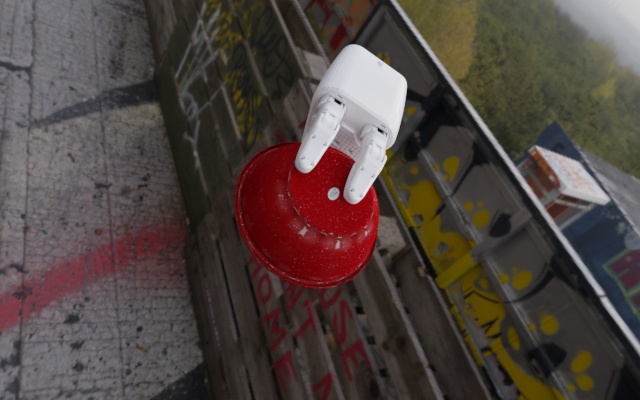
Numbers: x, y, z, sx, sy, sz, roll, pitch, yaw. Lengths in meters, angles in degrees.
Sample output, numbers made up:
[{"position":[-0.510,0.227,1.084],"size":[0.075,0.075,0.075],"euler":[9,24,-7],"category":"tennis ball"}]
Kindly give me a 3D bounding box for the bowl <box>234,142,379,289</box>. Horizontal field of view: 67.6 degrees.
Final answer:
[{"position":[0.000,0.003,0.469],"size":[0.162,0.162,0.055],"euler":[0,-22,-28],"category":"bowl"}]
